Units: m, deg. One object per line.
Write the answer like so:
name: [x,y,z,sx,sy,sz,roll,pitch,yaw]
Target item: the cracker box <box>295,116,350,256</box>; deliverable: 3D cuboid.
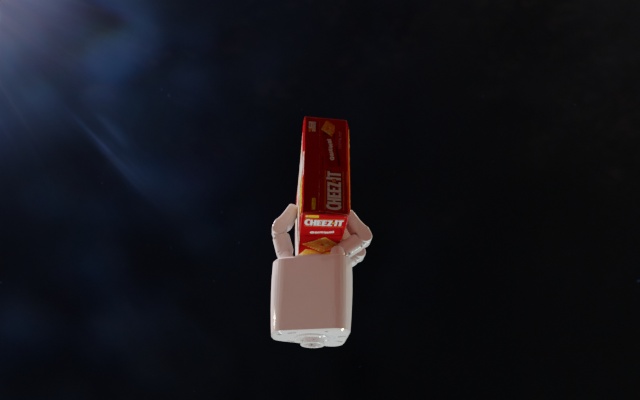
cracker box: [0.000,0.003,0.741,0.072,0.164,0.214,3,-30,-5]
